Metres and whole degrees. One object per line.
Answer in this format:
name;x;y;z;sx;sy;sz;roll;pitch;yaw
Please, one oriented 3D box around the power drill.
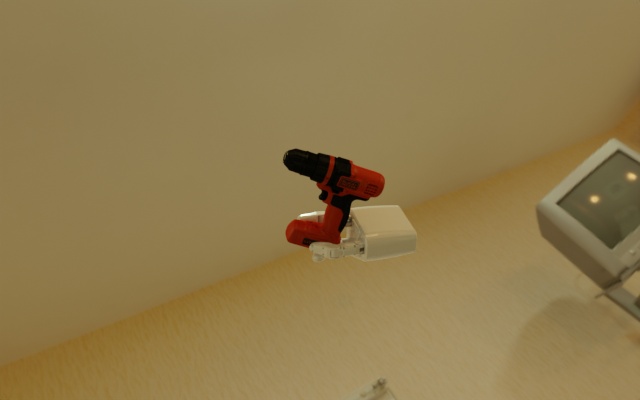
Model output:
power drill;0.000;0.003;0.861;0.184;0.188;0.057;17;36;-12
